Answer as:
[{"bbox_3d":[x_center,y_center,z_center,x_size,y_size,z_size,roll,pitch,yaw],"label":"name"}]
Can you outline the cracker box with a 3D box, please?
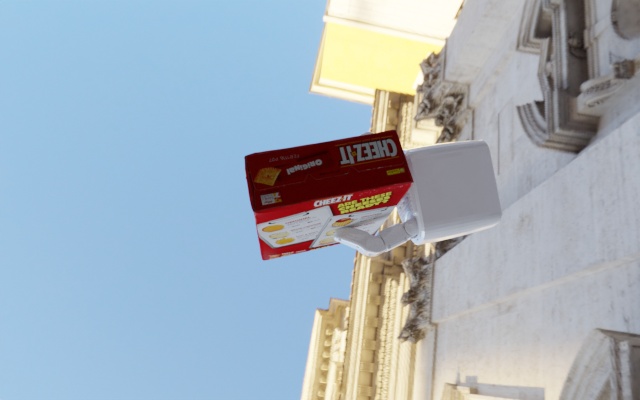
[{"bbox_3d":[0.000,0.002,0.572,0.164,0.072,0.214,-11,-18,-8],"label":"cracker box"}]
